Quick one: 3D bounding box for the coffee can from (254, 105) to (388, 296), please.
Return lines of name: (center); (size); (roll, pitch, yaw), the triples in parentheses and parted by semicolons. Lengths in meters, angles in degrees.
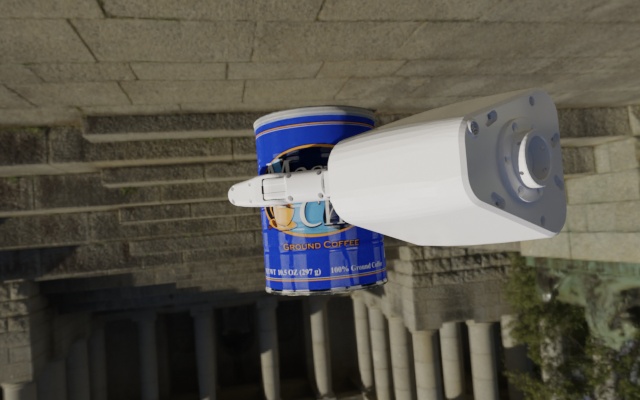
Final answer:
coffee can: (0.000, 0.001, 0.402); (0.103, 0.140, 0.103); (-4, -2, 0)
